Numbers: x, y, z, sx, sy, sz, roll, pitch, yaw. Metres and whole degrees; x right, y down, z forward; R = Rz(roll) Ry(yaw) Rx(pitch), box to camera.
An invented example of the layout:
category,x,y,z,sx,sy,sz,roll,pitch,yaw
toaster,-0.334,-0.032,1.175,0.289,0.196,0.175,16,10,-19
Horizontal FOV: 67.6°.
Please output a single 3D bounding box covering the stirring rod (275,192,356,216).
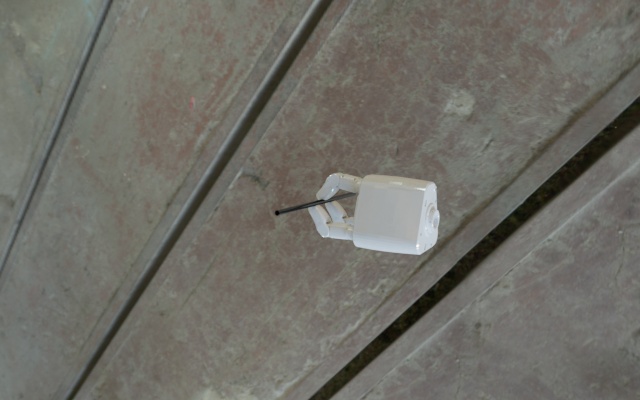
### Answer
category,x,y,z,sx,sy,sz,roll,pitch,yaw
stirring rod,0.000,0.003,0.789,0.011,0.011,0.239,0,7,32
